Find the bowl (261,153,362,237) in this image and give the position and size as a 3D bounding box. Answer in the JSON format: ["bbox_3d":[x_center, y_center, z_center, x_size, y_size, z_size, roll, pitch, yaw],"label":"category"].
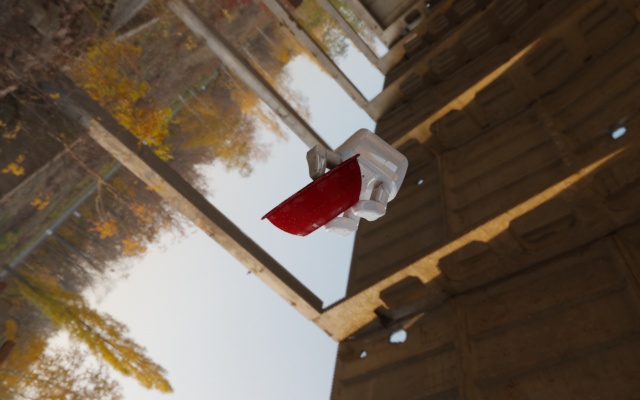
[{"bbox_3d":[0.000,0.003,0.651,0.162,0.055,0.162,-33,0,0],"label":"bowl"}]
